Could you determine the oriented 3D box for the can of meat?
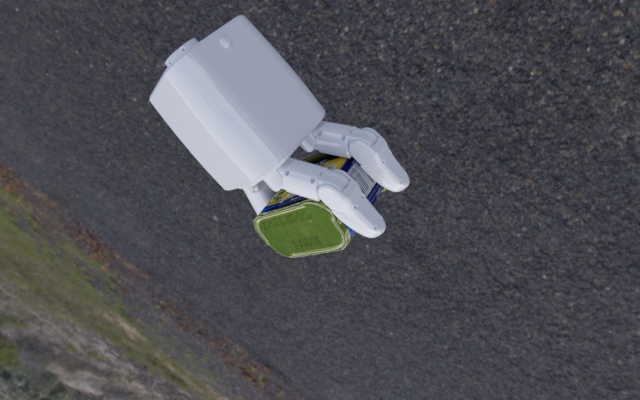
[{"bbox_3d":[0.000,0.002,0.425,0.102,0.057,0.084,-17,28,45],"label":"can of meat"}]
